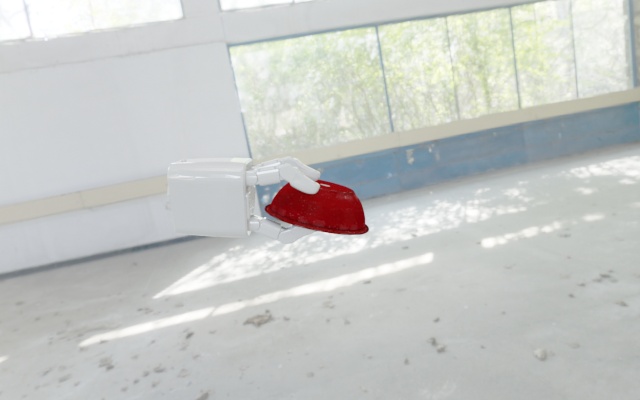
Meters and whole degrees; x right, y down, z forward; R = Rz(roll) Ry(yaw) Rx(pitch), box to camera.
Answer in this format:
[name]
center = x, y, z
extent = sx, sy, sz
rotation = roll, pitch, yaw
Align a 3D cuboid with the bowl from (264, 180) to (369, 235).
[bowl]
center = 0.001, 0.002, 0.718
extent = 0.162, 0.055, 0.162
rotation = 12, 9, -2
